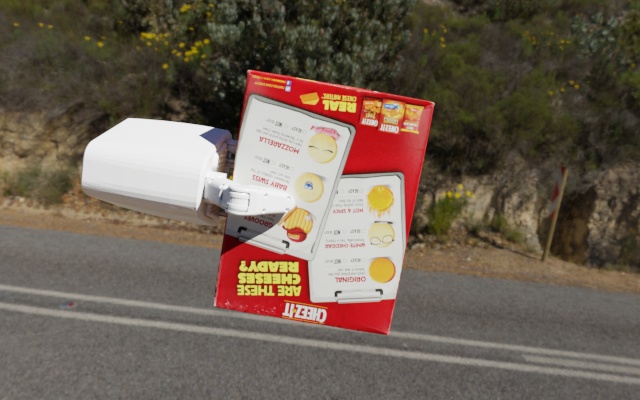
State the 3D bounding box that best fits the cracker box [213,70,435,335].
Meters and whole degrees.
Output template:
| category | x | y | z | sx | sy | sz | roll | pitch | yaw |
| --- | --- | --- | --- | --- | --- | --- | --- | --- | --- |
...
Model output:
| category | x | y | z | sx | sy | sz | roll | pitch | yaw |
| --- | --- | --- | --- | --- | --- | --- | --- | --- | --- |
| cracker box | 0.000 | 0.001 | 0.448 | 0.164 | 0.214 | 0.072 | 10 | 8 | 0 |
